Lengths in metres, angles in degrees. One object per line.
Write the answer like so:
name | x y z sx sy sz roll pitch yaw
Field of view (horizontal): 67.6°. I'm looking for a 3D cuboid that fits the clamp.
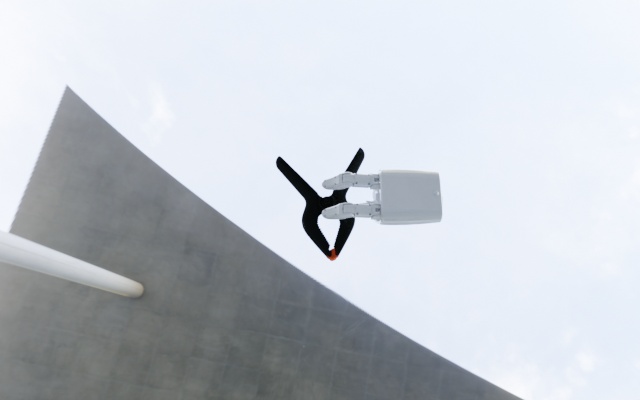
clamp | 0.000 0.004 0.857 0.164 0.210 0.036 0 -17 0
